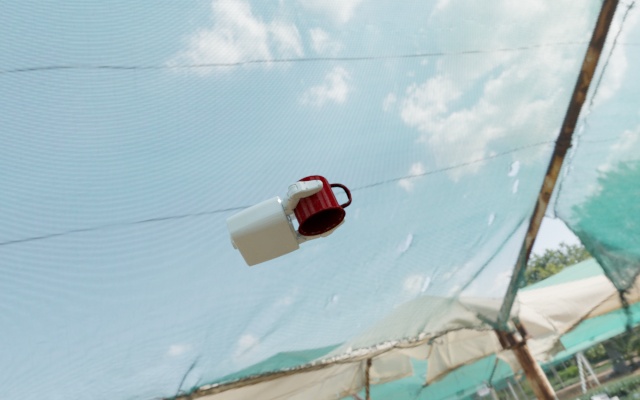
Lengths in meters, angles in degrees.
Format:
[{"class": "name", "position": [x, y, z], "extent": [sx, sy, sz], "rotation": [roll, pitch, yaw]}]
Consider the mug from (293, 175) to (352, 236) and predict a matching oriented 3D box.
[{"class": "mug", "position": [0.001, 0.002, 0.882], "extent": [0.117, 0.081, 0.093], "rotation": [-22, -28, -4]}]
